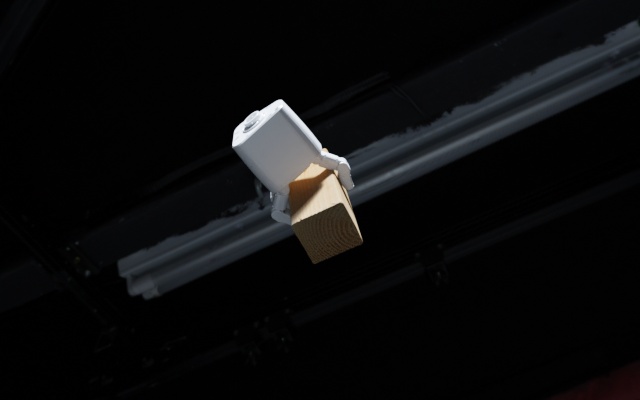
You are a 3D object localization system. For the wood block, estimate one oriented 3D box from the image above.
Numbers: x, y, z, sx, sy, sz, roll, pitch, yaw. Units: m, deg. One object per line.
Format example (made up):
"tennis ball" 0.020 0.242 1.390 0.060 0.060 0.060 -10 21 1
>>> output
"wood block" 0.000 0.002 0.836 0.091 0.090 0.206 -24 30 7
